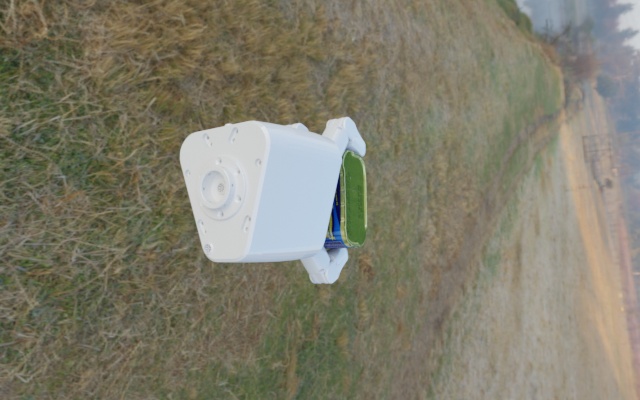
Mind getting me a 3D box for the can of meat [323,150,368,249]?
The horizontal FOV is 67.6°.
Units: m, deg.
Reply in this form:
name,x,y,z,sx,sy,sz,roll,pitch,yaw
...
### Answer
name,x,y,z,sx,sy,sz,roll,pitch,yaw
can of meat,0.000,0.002,0.495,0.084,0.102,0.057,-5,-8,30
